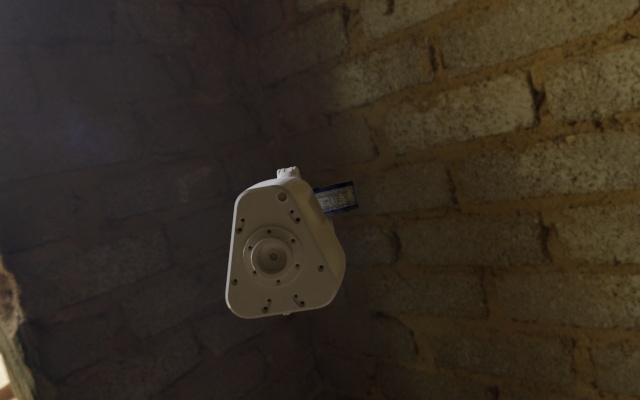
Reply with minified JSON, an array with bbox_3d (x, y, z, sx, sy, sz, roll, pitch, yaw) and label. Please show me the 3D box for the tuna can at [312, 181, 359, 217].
[{"bbox_3d":[0.000,0.001,0.560,0.086,0.034,0.086,-13,0,0],"label":"tuna can"}]
